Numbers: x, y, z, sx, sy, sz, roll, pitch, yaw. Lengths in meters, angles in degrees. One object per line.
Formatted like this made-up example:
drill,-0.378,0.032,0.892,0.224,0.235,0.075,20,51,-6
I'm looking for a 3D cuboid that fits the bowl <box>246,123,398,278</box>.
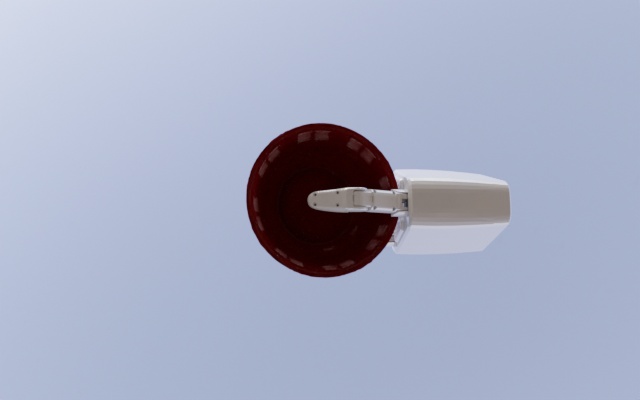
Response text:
bowl,-0.001,0.001,0.516,0.162,0.162,0.055,0,-8,-11
